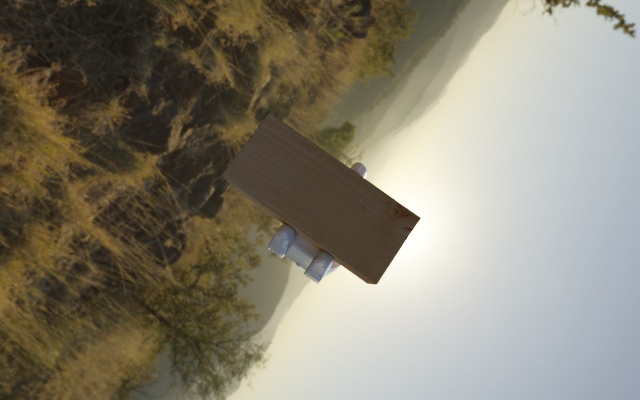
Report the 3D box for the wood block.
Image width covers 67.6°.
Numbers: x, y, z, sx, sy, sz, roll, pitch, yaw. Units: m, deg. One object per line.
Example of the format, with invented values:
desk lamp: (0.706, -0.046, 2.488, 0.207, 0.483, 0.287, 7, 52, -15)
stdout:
wood block: (0.000, 0.002, 0.562, 0.206, 0.091, 0.090, 35, -8, 4)
